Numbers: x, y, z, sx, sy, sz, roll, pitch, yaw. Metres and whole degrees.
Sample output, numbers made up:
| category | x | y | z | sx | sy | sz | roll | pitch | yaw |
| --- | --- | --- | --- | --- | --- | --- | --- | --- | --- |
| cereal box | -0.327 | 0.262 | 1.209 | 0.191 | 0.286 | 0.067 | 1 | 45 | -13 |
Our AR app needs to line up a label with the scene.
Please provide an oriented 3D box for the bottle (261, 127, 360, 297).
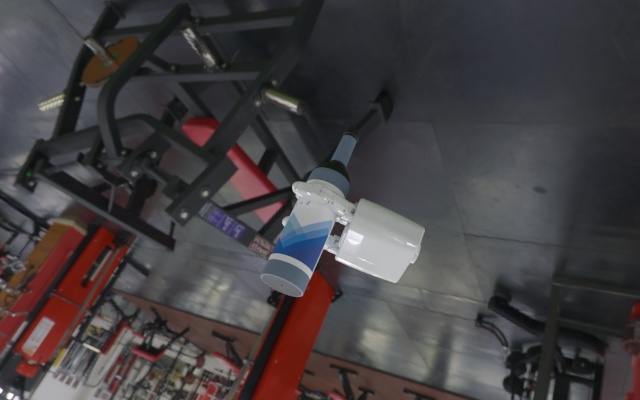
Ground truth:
| category | x | y | z | sx | sy | sz | roll | pitch | yaw |
| --- | --- | --- | --- | --- | --- | --- | --- | --- | --- |
| bottle | 0.000 | 0.003 | 0.743 | 0.069 | 0.295 | 0.069 | 19 | -28 | 11 |
